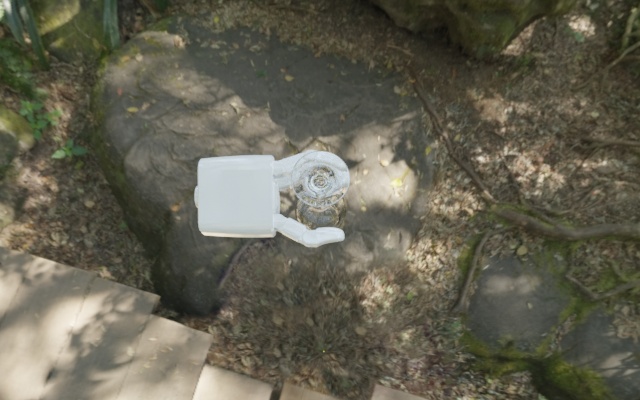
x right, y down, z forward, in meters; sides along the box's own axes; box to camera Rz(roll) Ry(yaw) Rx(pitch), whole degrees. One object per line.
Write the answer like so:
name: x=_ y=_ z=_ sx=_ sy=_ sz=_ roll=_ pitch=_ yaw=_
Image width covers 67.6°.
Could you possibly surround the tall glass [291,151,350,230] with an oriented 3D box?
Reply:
tall glass: x=0.000 y=0.002 z=0.688 sx=0.079 sy=0.079 sz=0.201 roll=0 pitch=-18 yaw=1
